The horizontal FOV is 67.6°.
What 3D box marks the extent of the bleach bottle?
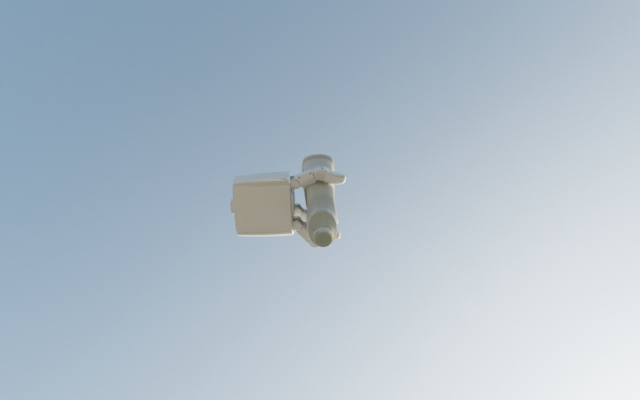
[{"bbox_3d":[0.000,0.003,0.887,0.068,0.103,0.250,-3,25,-1],"label":"bleach bottle"}]
